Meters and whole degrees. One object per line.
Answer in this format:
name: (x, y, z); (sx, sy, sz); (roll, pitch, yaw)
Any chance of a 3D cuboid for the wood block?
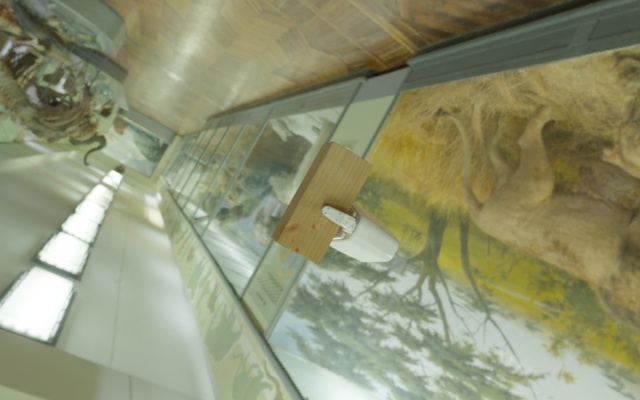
wood block: (0.000, 0.003, 0.888); (0.090, 0.206, 0.091); (30, -5, -13)
